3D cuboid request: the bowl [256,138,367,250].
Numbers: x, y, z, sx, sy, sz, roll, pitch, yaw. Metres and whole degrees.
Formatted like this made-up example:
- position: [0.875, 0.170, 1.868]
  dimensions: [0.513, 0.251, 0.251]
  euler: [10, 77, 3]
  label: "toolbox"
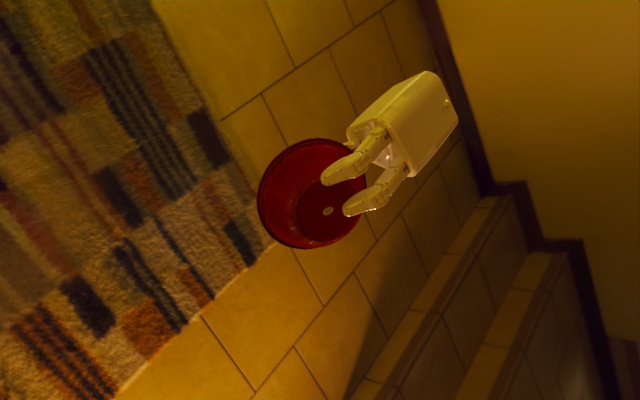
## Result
- position: [-0.001, 0.003, 0.631]
  dimensions: [0.162, 0.162, 0.055]
  euler: [0, 20, -23]
  label: "bowl"
